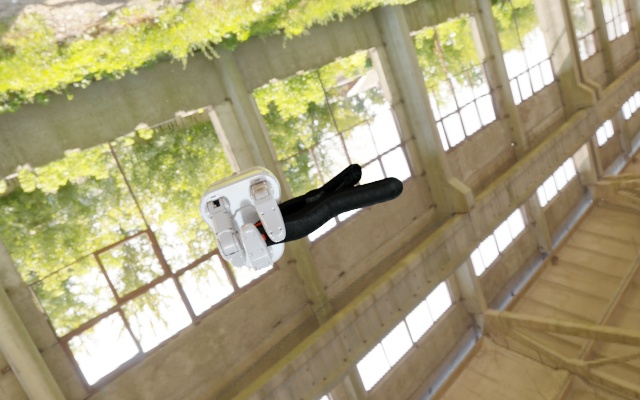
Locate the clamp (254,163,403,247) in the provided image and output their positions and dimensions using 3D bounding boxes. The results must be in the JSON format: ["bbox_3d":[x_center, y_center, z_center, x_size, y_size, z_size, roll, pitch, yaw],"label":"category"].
[{"bbox_3d":[0.000,0.002,0.556,0.171,0.039,0.120,-21,14,-5],"label":"clamp"}]
